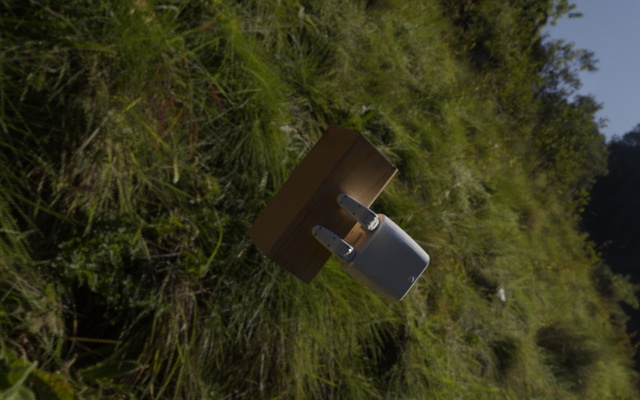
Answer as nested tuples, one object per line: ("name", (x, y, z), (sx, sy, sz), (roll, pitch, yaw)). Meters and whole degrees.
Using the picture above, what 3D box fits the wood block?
("wood block", (0.000, 0.002, 0.688), (0.090, 0.206, 0.090), (39, -2, -30))
